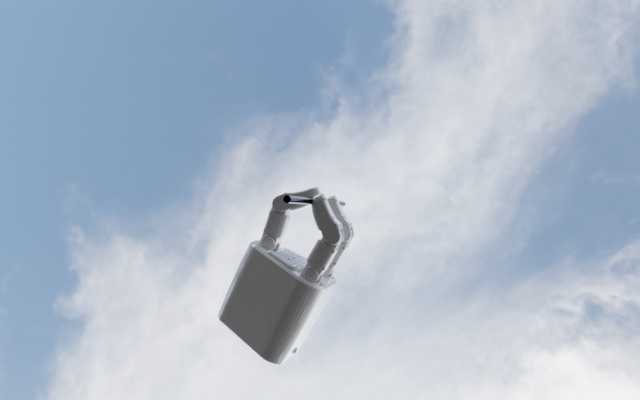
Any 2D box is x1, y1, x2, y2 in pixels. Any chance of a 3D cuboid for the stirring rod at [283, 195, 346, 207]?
[{"bbox_3d":[0.000,0.002,0.581,0.011,0.011,0.239,0,-2,16],"label":"stirring rod"}]
